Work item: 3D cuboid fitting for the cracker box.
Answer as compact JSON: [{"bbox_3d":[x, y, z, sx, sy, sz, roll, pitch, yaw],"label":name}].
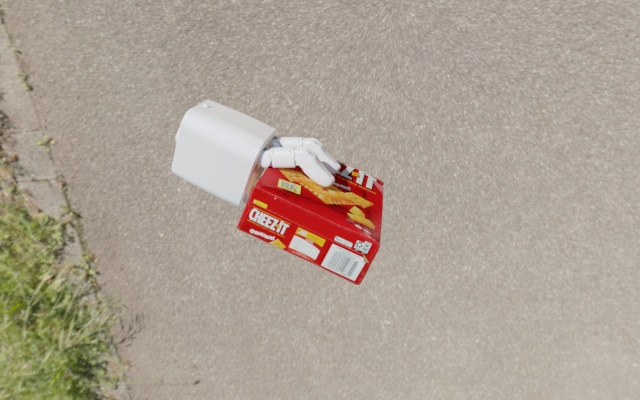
[{"bbox_3d":[0.000,0.002,0.648,0.164,0.072,0.213,25,24,-2],"label":"cracker box"}]
